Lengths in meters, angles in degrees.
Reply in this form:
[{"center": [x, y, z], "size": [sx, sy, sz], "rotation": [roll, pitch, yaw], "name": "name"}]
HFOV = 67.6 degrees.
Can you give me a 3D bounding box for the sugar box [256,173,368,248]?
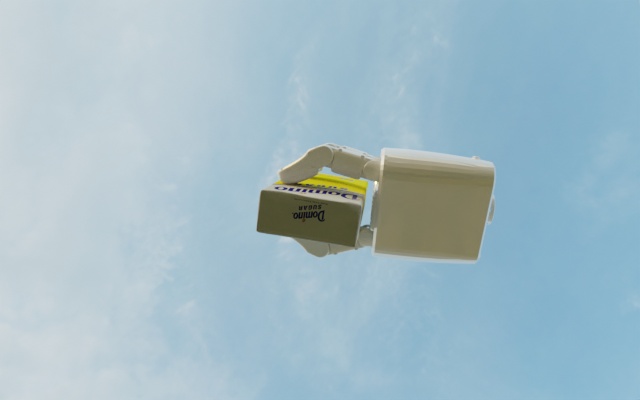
[{"center": [0.000, 0.001, 0.502], "size": [0.093, 0.048, 0.176], "rotation": [9, 8, 5], "name": "sugar box"}]
